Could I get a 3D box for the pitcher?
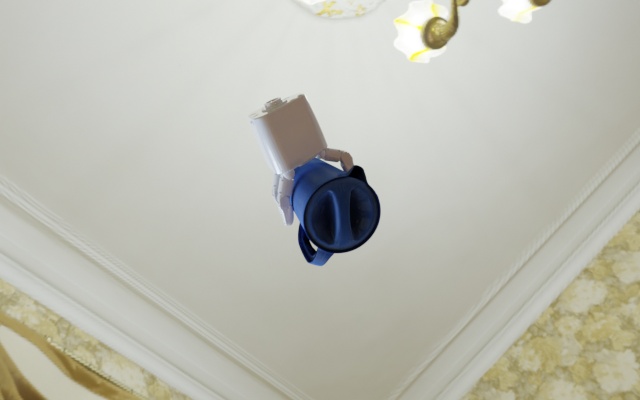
[{"bbox_3d":[0.000,0.003,0.879,0.149,0.145,0.242,-27,22,-8],"label":"pitcher"}]
